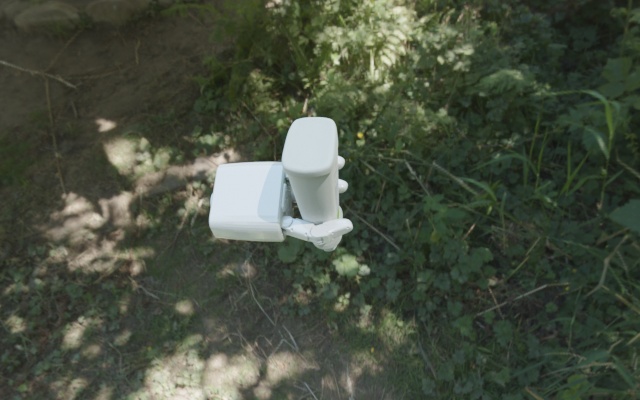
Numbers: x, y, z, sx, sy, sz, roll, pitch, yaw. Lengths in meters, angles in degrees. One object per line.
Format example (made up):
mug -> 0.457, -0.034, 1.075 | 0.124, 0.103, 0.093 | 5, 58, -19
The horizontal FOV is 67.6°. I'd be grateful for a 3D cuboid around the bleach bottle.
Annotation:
bleach bottle -> 0.000, 0.002, 0.701 | 0.068, 0.102, 0.251 | 1, -38, 9
